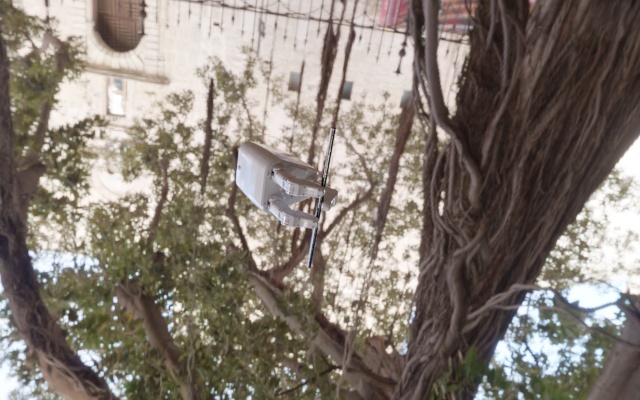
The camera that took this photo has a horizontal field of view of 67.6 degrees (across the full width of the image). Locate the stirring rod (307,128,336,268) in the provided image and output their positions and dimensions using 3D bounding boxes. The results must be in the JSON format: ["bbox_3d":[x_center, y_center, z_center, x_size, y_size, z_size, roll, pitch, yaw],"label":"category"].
[{"bbox_3d":[0.000,0.002,0.750,0.011,0.240,0.011,8,24,-4],"label":"stirring rod"}]
